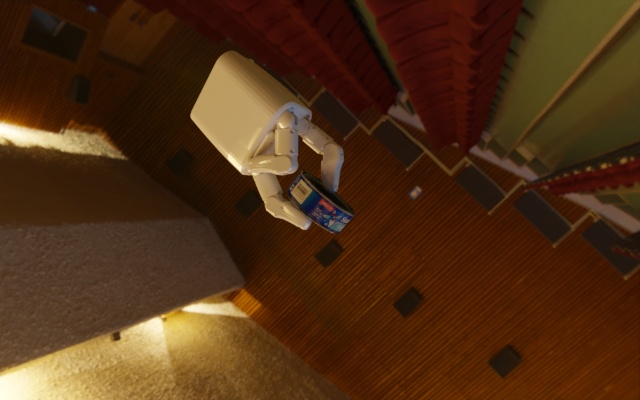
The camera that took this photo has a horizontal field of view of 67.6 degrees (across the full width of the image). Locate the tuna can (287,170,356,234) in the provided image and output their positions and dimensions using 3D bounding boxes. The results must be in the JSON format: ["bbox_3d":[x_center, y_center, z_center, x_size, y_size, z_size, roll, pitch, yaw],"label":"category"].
[{"bbox_3d":[0.000,0.002,0.593,0.086,0.034,0.086,38,9,-7],"label":"tuna can"}]
